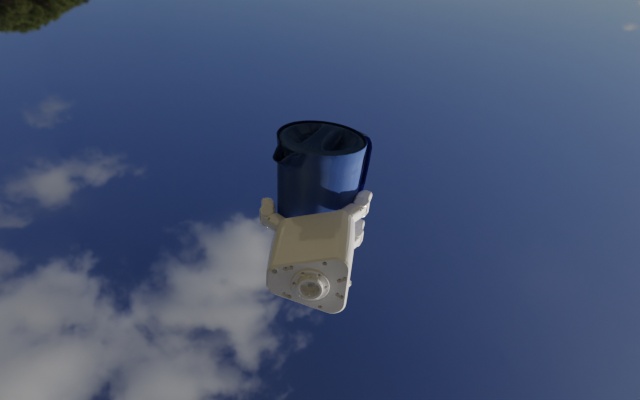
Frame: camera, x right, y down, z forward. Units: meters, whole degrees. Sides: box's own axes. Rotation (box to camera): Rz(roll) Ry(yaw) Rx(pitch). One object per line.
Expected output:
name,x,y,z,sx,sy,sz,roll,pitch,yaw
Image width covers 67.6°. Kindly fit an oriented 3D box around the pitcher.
pitcher,0.000,0.003,0.759,0.149,0.243,0.145,6,30,0
